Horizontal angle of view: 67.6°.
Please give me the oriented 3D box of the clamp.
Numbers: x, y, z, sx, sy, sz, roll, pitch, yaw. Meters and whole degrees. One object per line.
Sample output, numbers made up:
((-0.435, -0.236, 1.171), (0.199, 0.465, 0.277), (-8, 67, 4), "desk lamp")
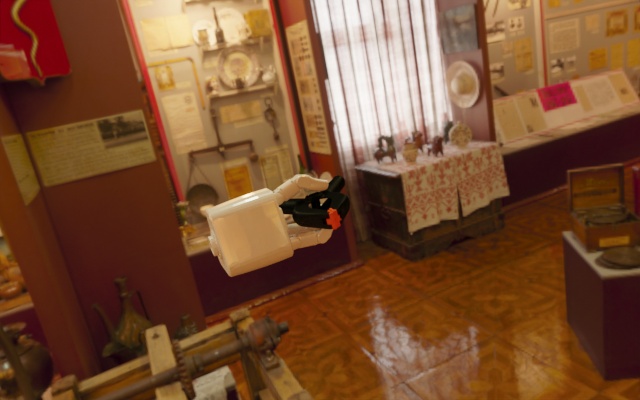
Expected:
((0.000, 0.002, 0.795), (0.164, 0.036, 0.210), (-22, 18, -18), "clamp")
